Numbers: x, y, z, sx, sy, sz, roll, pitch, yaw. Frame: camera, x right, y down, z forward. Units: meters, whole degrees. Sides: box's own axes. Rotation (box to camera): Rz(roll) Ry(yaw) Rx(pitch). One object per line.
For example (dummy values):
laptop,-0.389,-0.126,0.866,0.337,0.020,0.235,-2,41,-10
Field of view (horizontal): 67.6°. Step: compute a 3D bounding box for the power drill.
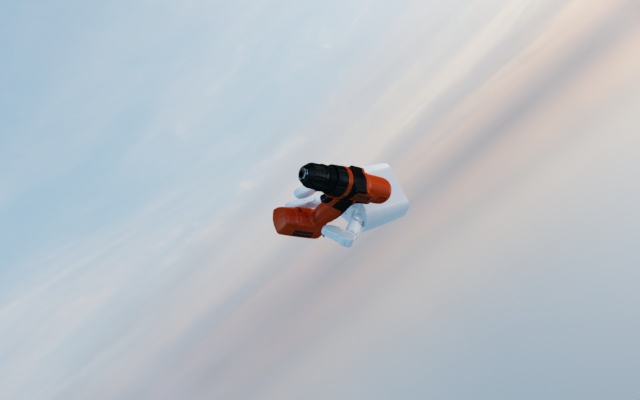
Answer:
power drill,0.000,0.003,0.806,0.184,0.057,0.188,12,-32,-38
